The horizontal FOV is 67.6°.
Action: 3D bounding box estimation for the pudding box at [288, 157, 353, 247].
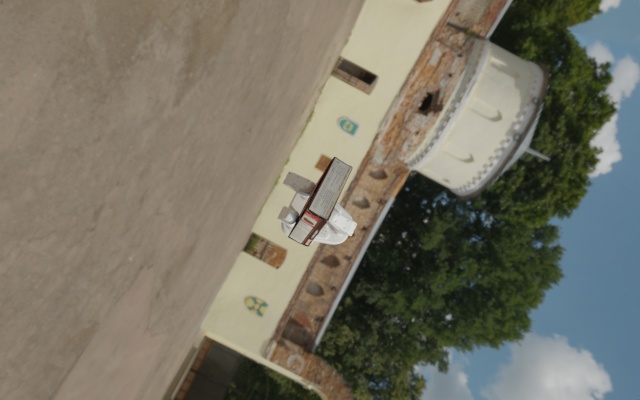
[{"bbox_3d":[0.000,0.002,0.715,0.039,0.113,0.090,28,-36,-4],"label":"pudding box"}]
